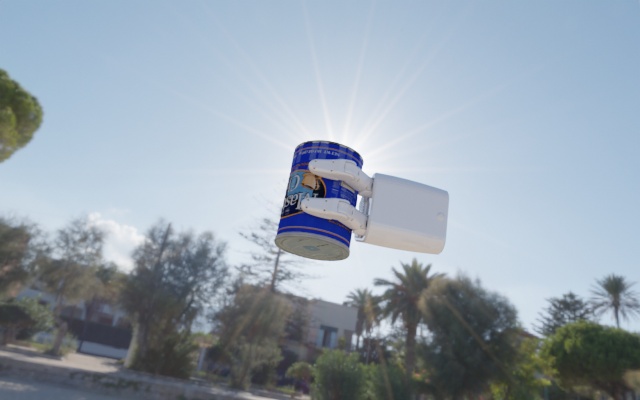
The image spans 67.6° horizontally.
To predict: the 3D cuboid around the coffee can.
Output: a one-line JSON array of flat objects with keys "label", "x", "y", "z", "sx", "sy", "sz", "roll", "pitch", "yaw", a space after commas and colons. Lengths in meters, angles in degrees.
[{"label": "coffee can", "x": 0.000, "y": 0.002, "z": 0.663, "sx": 0.103, "sy": 0.140, "sz": 0.103, "roll": 9, "pitch": -21, "yaw": 4}]
